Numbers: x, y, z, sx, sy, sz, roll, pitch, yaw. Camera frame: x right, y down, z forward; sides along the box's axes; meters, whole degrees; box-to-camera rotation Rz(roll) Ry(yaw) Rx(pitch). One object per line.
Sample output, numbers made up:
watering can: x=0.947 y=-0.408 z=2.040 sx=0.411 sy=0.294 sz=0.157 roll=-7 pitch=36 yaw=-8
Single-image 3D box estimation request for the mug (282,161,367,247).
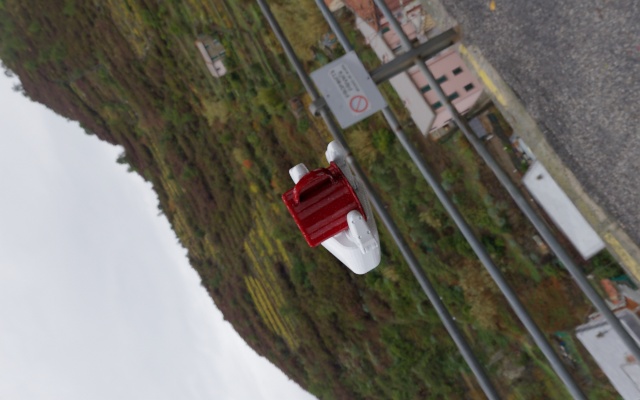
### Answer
mug: x=0.000 y=0.001 z=0.614 sx=0.081 sy=0.093 sz=0.117 roll=-30 pitch=-32 yaw=-4
